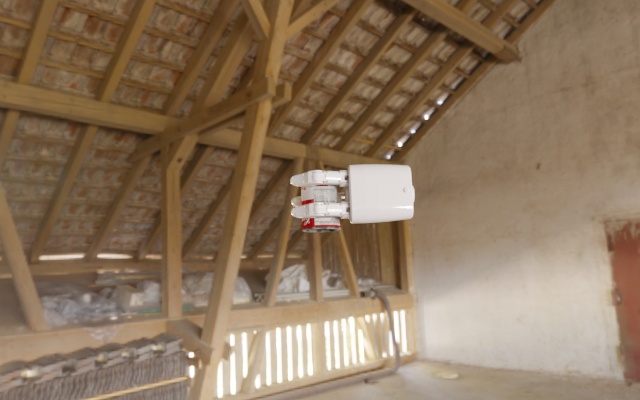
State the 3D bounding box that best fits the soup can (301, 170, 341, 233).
[{"bbox_3d":[0.000,0.002,0.839,0.068,0.102,0.068,-2,-9,0],"label":"soup can"}]
